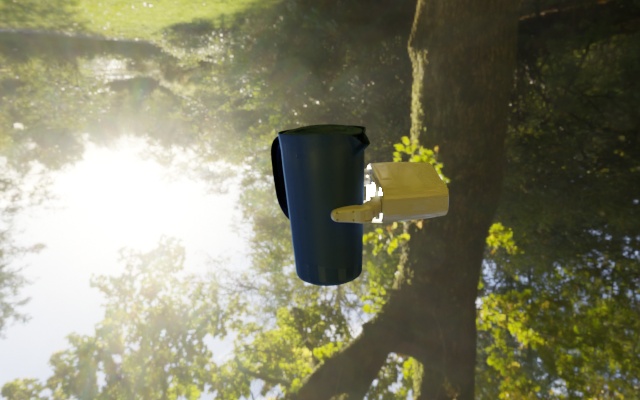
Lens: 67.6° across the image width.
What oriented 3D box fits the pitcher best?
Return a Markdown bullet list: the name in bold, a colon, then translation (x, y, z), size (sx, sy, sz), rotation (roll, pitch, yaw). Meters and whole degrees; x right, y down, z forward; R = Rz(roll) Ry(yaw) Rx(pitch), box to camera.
- **pitcher**: translation (0.000, 0.002, 0.754), size (0.145, 0.243, 0.149), rotation (-4, 14, -6)
